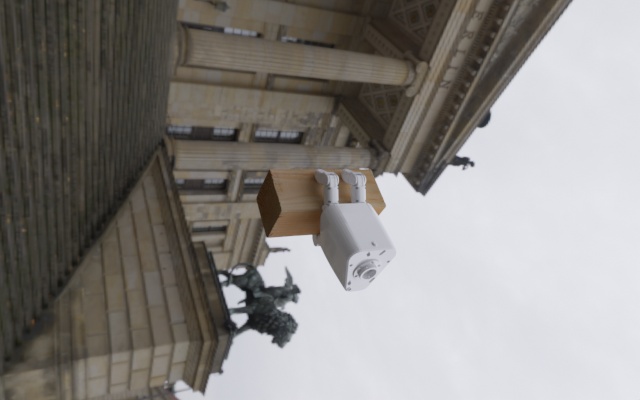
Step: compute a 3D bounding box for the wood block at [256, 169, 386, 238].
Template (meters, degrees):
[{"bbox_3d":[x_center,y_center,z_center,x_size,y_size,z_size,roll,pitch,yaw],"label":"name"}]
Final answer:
[{"bbox_3d":[0.000,0.003,0.870,0.206,0.090,0.091,-2,-35,-28],"label":"wood block"}]
